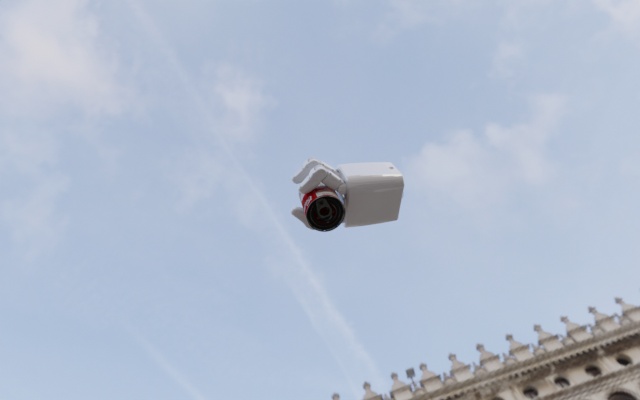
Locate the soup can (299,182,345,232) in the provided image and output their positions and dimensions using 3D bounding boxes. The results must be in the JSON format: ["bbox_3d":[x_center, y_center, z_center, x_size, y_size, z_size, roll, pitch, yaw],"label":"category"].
[{"bbox_3d":[0.000,0.003,0.853,0.068,0.068,0.102,0,24,-11],"label":"soup can"}]
